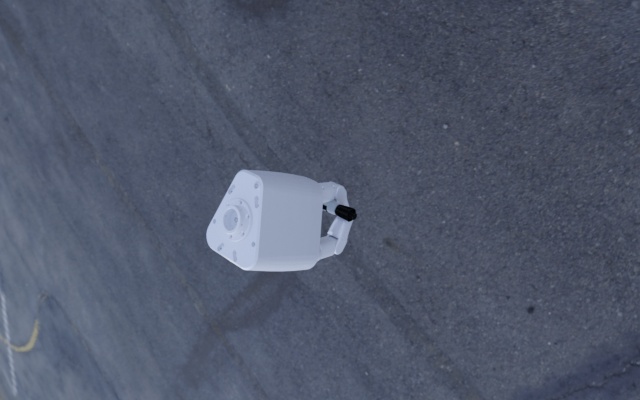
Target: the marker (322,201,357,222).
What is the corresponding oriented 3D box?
[{"bbox_3d":[0.000,0.002,0.651,0.121,0.020,0.020,23,14,37],"label":"marker"}]
